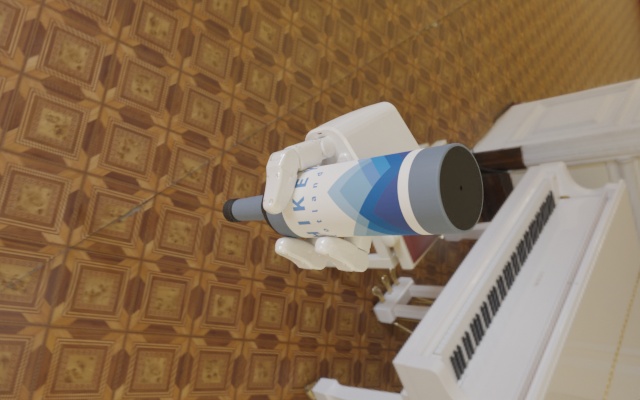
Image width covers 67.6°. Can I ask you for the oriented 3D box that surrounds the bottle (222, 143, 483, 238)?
[{"bbox_3d":[0.000,0.001,0.451,0.069,0.069,0.296,0,-4,-45],"label":"bottle"}]
